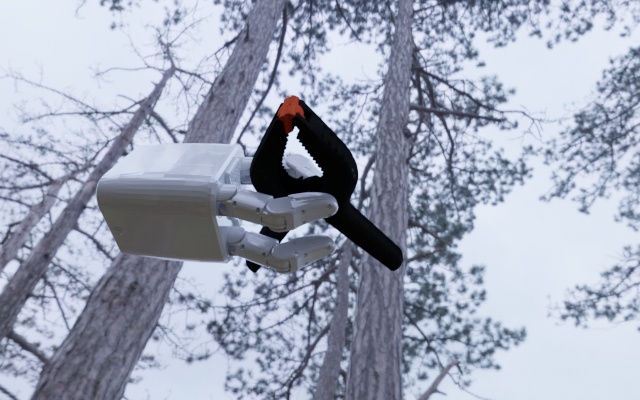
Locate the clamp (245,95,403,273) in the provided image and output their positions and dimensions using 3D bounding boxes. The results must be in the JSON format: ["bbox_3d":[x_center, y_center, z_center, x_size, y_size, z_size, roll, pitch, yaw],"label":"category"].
[{"bbox_3d":[0.000,0.000,0.439,0.164,0.210,0.036,2,45,4],"label":"clamp"}]
